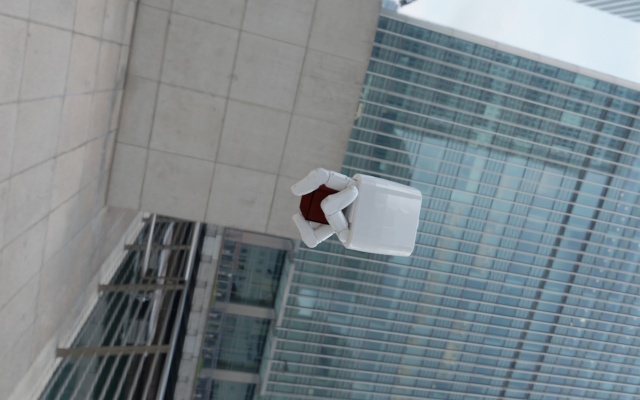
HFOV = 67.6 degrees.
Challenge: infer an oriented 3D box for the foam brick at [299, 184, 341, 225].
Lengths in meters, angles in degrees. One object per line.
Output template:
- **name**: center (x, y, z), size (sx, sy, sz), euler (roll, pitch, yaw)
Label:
- **foam brick**: center (0.000, 0.002, 0.768), size (0.051, 0.053, 0.078), euler (11, 13, -13)
